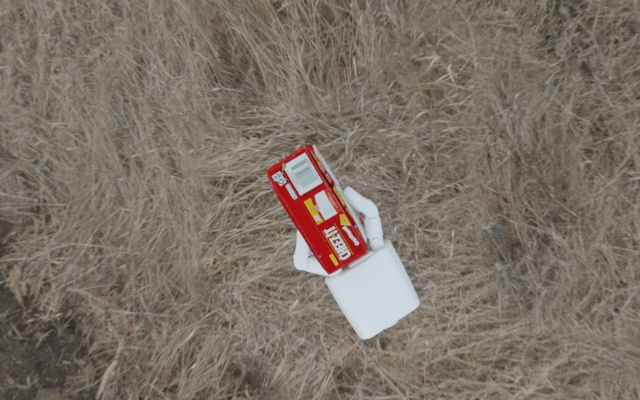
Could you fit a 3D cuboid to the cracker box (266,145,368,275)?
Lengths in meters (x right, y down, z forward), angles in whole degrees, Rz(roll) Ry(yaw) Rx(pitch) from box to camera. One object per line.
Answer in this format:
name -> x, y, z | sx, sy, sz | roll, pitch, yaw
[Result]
cracker box -> 0.000, 0.002, 0.720 | 0.072, 0.164, 0.213 | -31, 5, 6
